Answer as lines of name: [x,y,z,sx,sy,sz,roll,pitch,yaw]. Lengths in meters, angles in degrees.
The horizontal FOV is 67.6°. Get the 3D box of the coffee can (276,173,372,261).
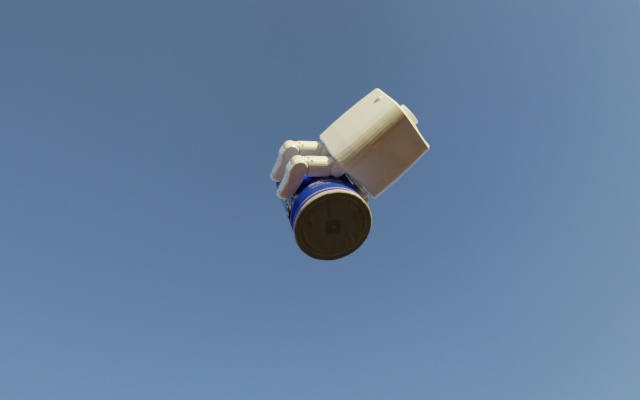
coffee can: [0.000,0.002,0.664,0.103,0.103,0.140,0,28,-16]
